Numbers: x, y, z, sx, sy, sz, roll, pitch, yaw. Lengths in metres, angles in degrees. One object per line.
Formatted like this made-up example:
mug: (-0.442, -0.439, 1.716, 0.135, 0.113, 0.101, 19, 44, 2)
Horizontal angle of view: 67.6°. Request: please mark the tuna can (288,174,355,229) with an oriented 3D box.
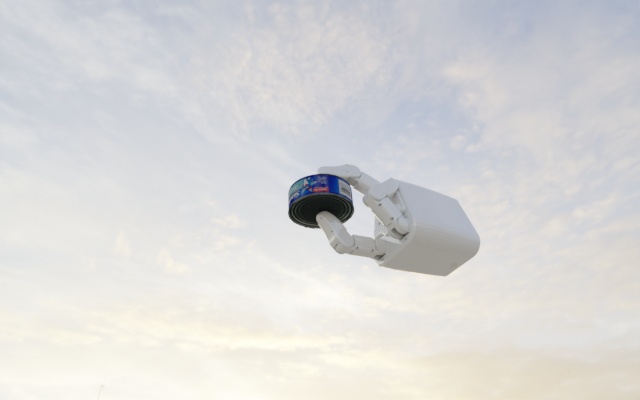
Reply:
tuna can: (0.000, 0.002, 0.622, 0.086, 0.033, 0.086, -3, -33, -2)
